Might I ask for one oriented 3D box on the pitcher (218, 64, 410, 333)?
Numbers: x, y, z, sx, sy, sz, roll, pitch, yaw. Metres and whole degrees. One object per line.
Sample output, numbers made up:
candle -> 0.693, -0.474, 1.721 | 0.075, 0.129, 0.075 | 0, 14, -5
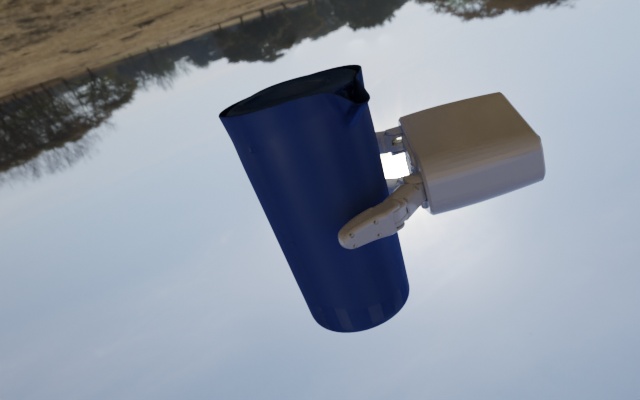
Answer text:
pitcher -> 0.000, 0.002, 0.471 | 0.145, 0.243, 0.149 | -17, 21, 4
